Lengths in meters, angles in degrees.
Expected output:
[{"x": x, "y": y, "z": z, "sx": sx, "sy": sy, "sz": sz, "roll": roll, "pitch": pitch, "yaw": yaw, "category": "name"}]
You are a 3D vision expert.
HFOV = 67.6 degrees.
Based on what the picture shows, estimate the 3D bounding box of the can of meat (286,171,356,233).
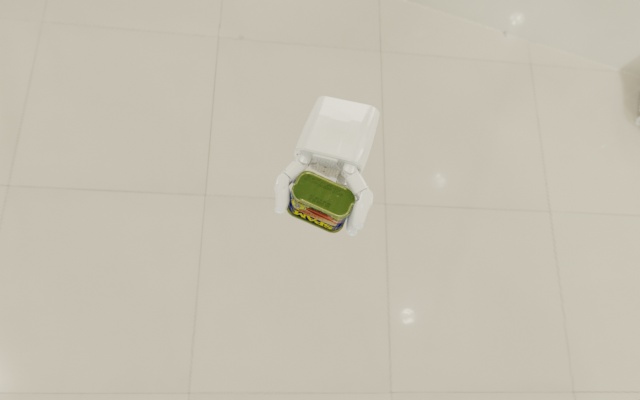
[{"x": 0.000, "y": 0.002, "z": 0.753, "sx": 0.102, "sy": 0.057, "sz": 0.084, "roll": 24, "pitch": -19, "yaw": 0, "category": "can of meat"}]
